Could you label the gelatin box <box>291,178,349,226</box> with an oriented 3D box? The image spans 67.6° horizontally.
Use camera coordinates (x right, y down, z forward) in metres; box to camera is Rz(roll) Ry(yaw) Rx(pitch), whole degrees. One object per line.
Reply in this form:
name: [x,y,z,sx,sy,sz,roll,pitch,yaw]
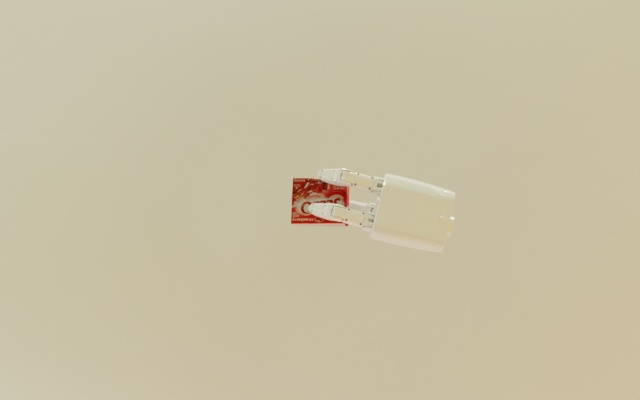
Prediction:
gelatin box: [0.000,0.003,0.746,0.089,0.073,0.030,0,-11,10]
